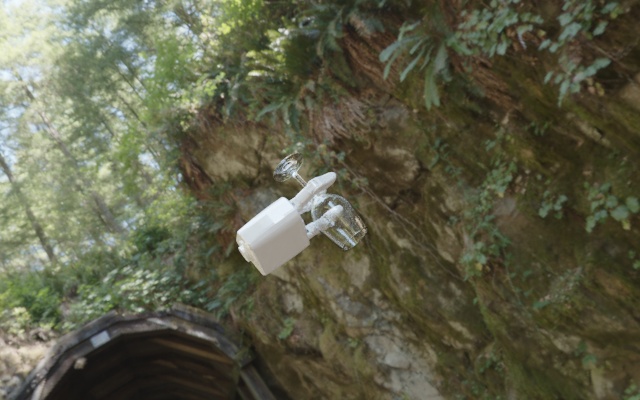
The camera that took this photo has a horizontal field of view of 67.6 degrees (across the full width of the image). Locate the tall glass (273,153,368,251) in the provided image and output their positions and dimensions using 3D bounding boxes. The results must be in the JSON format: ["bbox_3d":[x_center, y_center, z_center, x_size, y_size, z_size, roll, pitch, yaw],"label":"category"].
[{"bbox_3d":[0.000,0.002,0.898,0.201,0.079,0.079,47,21,21],"label":"tall glass"}]
